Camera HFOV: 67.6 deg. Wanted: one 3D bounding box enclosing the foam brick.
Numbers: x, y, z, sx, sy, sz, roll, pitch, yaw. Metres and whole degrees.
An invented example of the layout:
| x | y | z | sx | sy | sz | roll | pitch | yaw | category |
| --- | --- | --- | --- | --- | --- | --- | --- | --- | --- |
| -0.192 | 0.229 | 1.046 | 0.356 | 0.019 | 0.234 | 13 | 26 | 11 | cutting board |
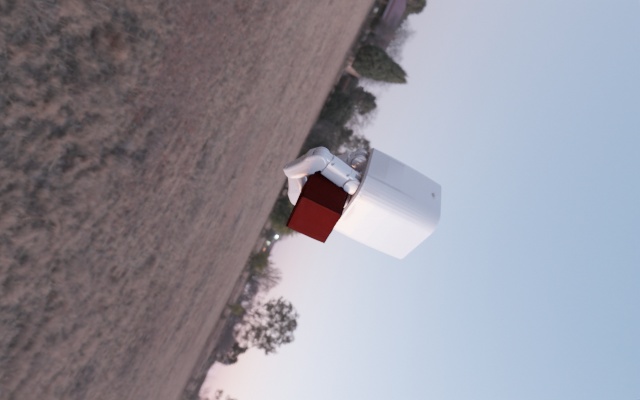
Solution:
| x | y | z | sx | sy | sz | roll | pitch | yaw | category |
| --- | --- | --- | --- | --- | --- | --- | --- | --- | --- |
| 0.000 | 0.002 | 0.573 | 0.051 | 0.053 | 0.078 | 27 | 38 | -5 | foam brick |
